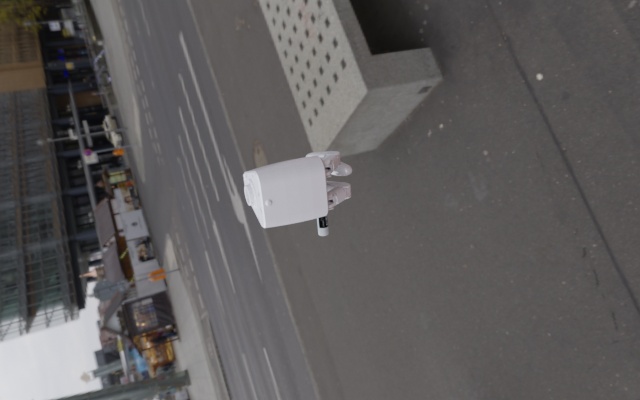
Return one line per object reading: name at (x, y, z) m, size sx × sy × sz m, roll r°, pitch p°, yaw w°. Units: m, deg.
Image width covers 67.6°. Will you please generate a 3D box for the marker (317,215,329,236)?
marker at (0.000, 0.003, 0.815) m, size 0.020 × 0.121 × 0.020 m, roll -5°, pitch 22°, yaw 2°
